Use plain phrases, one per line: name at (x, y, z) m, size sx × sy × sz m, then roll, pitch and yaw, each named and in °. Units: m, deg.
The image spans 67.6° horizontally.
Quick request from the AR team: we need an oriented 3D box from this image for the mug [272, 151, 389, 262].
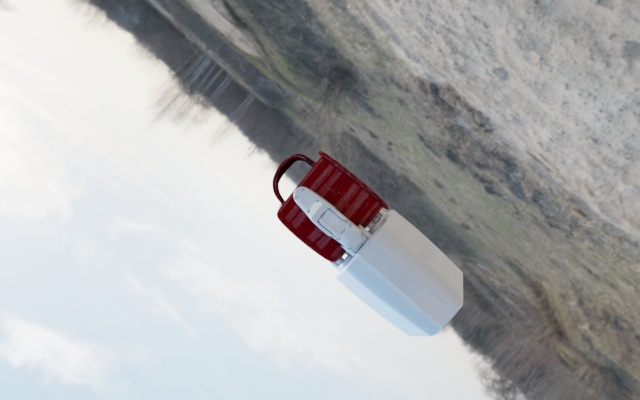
mug at (-0.001, 0.001, 0.496) m, size 0.117 × 0.081 × 0.093 m, roll 40°, pitch 1°, yaw 7°
